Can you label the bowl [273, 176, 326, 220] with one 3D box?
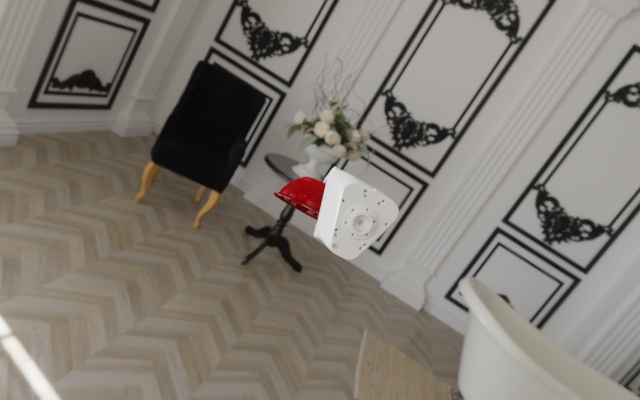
[{"bbox_3d":[0.000,0.002,0.844,0.162,0.055,0.162,27,-6,3],"label":"bowl"}]
